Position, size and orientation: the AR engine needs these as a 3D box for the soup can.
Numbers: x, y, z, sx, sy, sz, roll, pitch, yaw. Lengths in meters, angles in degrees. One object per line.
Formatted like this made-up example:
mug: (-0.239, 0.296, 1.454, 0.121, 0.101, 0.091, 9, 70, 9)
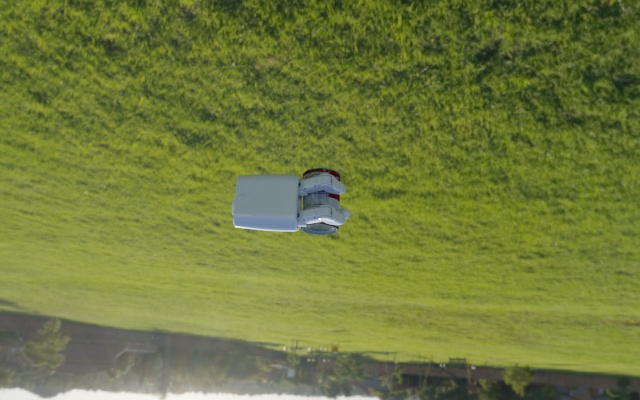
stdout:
soup can: (0.001, 0.003, 0.837, 0.068, 0.102, 0.068, 2, -20, 1)
